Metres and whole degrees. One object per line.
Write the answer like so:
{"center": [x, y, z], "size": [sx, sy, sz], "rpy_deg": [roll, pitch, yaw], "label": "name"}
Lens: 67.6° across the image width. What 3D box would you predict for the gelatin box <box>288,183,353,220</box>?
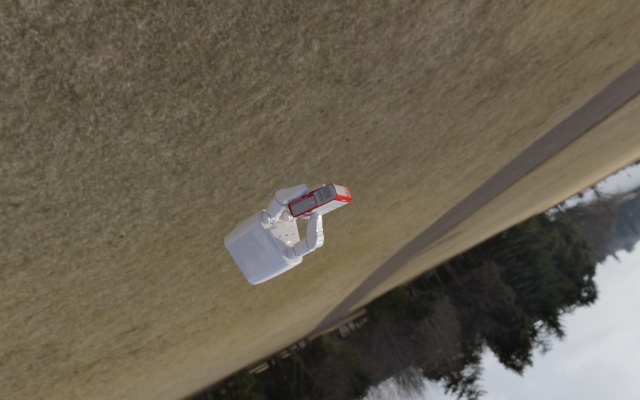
{"center": [0.001, 0.003, 0.810], "size": [0.089, 0.030, 0.073], "rpy_deg": [-25, -14, 21], "label": "gelatin box"}
